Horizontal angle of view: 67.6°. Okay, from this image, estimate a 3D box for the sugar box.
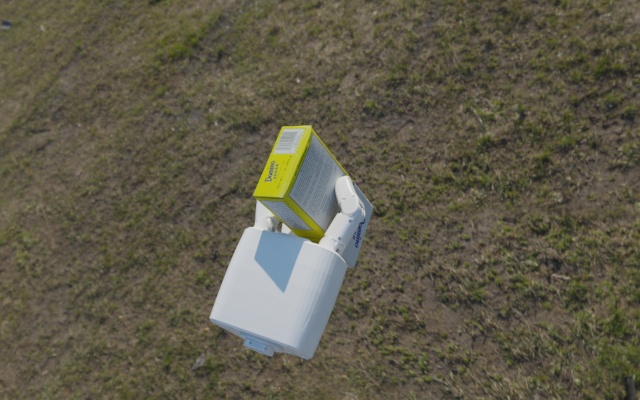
[{"bbox_3d":[0.000,0.002,0.559,0.048,0.093,0.176,5,-28,32],"label":"sugar box"}]
